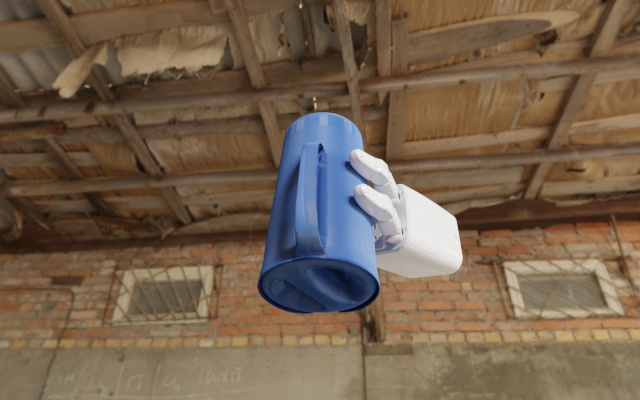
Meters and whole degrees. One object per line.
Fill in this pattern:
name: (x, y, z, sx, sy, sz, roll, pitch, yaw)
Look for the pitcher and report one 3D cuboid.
pitcher: (0.000, 0.002, 0.581, 0.145, 0.242, 0.149, 25, -44, -27)
